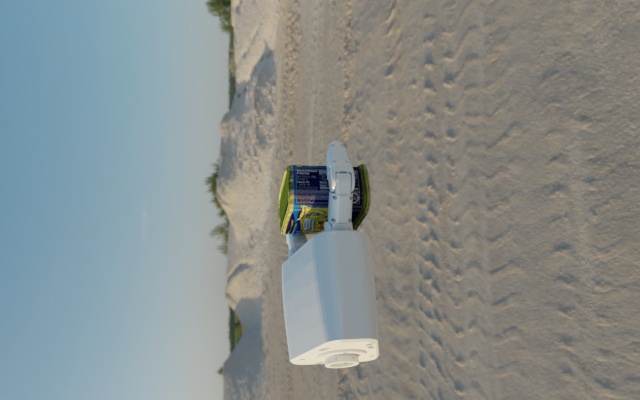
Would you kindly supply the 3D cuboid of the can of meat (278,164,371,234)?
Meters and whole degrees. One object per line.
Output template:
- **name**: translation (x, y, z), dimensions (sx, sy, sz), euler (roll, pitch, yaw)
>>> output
- **can of meat**: translation (0.000, 0.002, 0.524), dimensions (0.084, 0.057, 0.102), euler (1, -25, -11)
